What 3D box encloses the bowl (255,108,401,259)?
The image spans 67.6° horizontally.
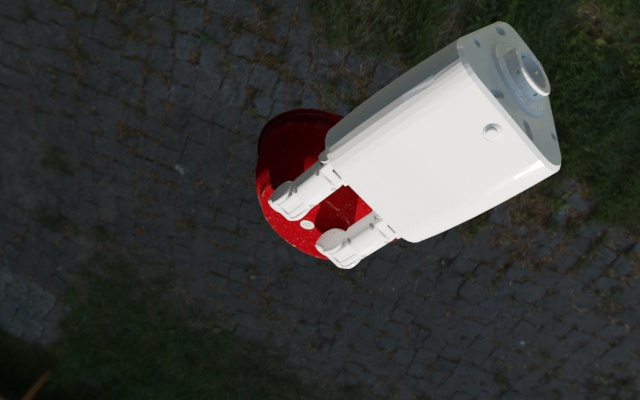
[{"bbox_3d":[-0.001,0.002,0.423,0.162,0.162,0.055,0,43,39],"label":"bowl"}]
